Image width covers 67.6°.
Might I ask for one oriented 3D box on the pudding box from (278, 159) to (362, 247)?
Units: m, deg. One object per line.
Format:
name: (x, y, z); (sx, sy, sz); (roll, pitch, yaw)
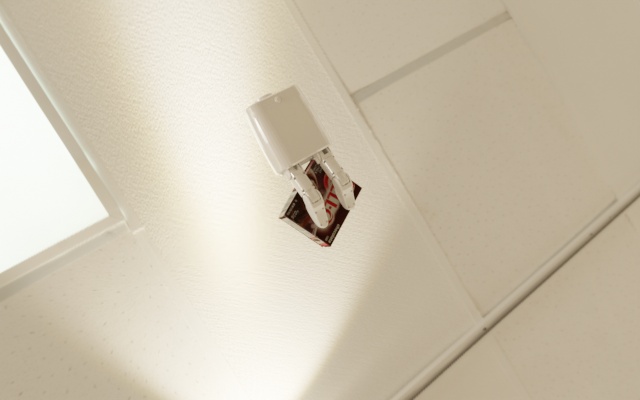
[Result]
pudding box: (0.000, 0.002, 0.740); (0.090, 0.113, 0.039); (34, -17, -16)
